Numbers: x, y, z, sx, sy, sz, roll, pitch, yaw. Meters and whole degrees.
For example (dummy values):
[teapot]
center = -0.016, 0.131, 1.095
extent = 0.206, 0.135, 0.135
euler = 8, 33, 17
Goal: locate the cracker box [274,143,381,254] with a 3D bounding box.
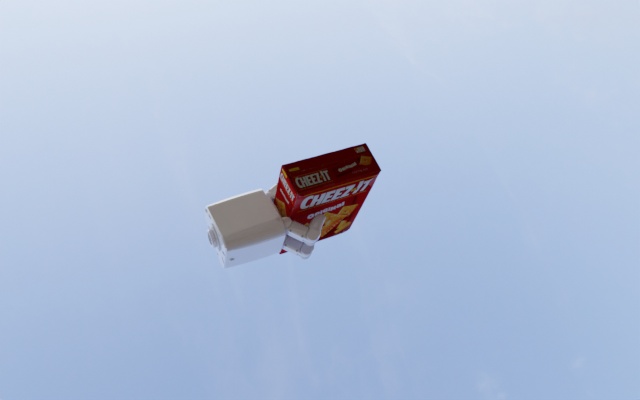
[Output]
[cracker box]
center = 0.000, 0.003, 0.871
extent = 0.164, 0.072, 0.214
euler = -18, -26, -23
